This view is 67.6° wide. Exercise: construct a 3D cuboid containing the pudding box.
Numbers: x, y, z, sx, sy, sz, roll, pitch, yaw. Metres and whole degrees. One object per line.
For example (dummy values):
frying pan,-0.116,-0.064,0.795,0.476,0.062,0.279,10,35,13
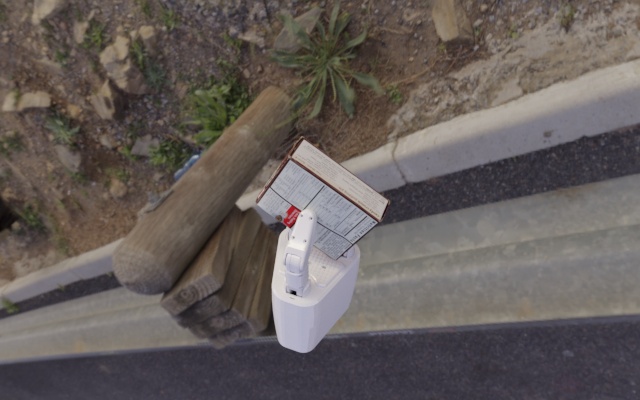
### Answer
pudding box,0.000,0.002,0.493,0.113,0.039,0.090,35,-45,-8
